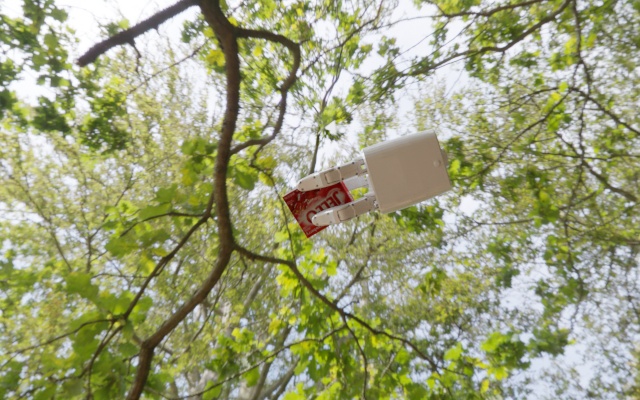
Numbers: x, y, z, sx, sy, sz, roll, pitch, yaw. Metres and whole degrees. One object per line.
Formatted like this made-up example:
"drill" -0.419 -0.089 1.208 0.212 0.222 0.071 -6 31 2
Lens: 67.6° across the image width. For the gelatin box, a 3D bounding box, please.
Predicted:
"gelatin box" 0.000 0.002 0.706 0.089 0.073 0.030 -30 6 13
